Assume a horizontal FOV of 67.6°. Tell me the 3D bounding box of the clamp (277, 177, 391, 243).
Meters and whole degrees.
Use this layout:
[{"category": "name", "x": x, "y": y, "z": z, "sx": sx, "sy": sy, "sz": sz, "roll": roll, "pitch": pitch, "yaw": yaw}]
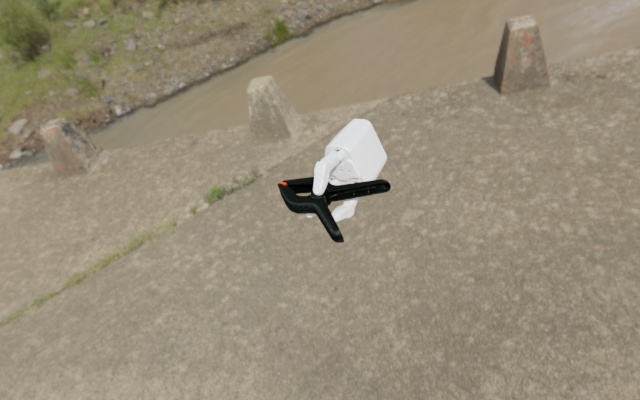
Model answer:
[{"category": "clamp", "x": 0.000, "y": 0.002, "z": 0.858, "sx": 0.210, "sy": 0.036, "sz": 0.164, "roll": 10, "pitch": 41, "yaw": 30}]
